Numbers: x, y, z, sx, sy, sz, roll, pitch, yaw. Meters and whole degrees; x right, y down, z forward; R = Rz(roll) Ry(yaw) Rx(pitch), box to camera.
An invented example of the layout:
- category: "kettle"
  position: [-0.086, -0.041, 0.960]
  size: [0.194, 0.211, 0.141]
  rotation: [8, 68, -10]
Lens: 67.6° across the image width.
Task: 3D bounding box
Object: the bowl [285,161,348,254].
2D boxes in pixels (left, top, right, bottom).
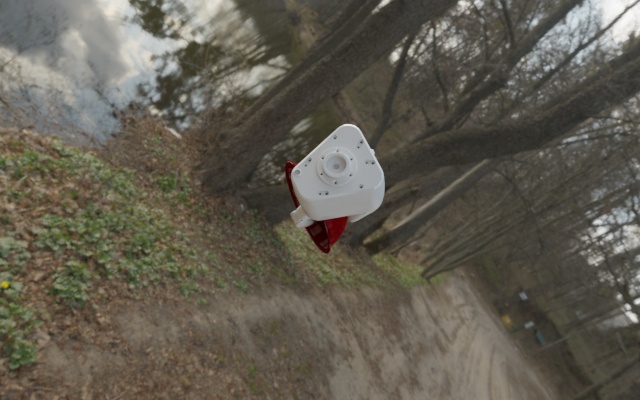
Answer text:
- category: "bowl"
  position: [0.000, 0.003, 0.778]
  size: [0.055, 0.162, 0.162]
  rotation: [-24, 6, -14]
